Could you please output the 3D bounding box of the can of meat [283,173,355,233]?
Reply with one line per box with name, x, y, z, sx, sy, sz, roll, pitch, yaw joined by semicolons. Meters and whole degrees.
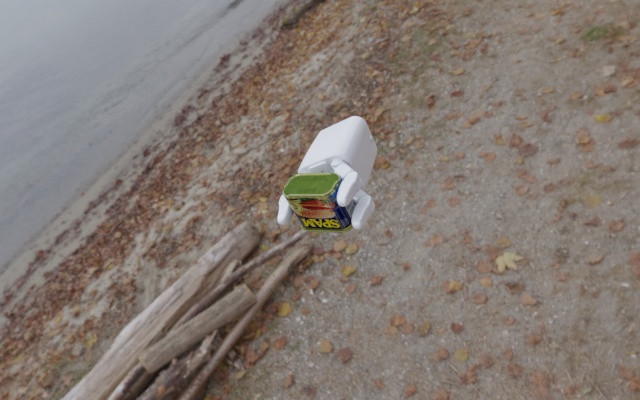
can of meat;0.000;0.002;0.762;0.102;0.057;0.084;0;-43;33
